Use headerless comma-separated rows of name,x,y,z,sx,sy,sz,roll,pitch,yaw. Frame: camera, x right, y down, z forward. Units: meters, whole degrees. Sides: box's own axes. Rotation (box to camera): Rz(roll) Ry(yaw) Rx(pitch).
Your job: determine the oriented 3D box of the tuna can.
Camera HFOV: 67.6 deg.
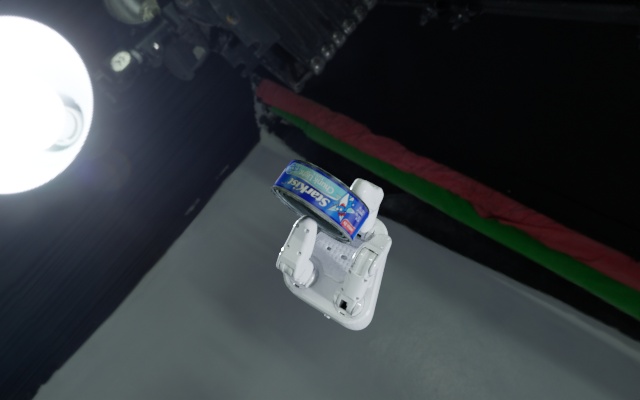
tuna can,0.000,0.001,0.420,0.086,0.033,0.086,34,-10,7
